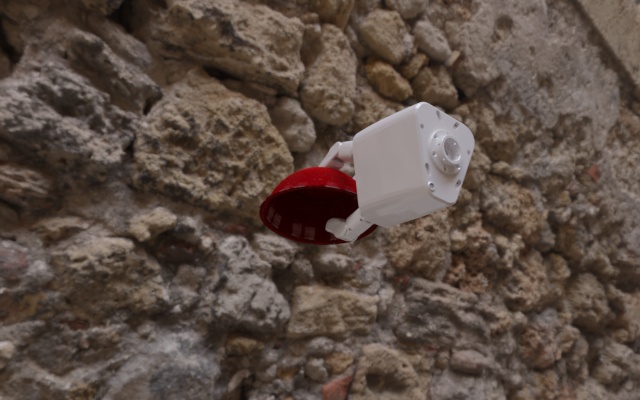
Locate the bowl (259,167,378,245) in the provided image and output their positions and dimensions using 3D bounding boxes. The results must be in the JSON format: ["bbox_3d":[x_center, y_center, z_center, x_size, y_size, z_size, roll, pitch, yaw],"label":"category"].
[{"bbox_3d":[-0.001,0.002,0.650,0.162,0.055,0.162,2,-31,1],"label":"bowl"}]
